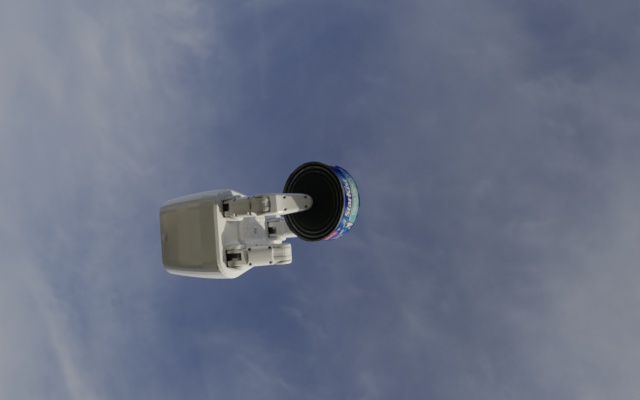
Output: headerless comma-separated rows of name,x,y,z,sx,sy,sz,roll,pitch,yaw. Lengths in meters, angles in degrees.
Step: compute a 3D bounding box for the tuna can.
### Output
tuna can,0.000,0.002,0.521,0.086,0.086,0.034,0,-2,39
